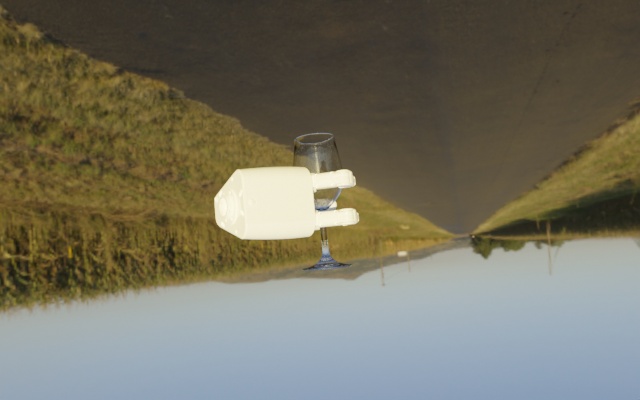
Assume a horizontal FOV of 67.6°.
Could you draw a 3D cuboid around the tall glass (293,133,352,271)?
[{"bbox_3d":[0.000,0.003,0.724,0.079,0.201,0.079,-5,-5,0],"label":"tall glass"}]
